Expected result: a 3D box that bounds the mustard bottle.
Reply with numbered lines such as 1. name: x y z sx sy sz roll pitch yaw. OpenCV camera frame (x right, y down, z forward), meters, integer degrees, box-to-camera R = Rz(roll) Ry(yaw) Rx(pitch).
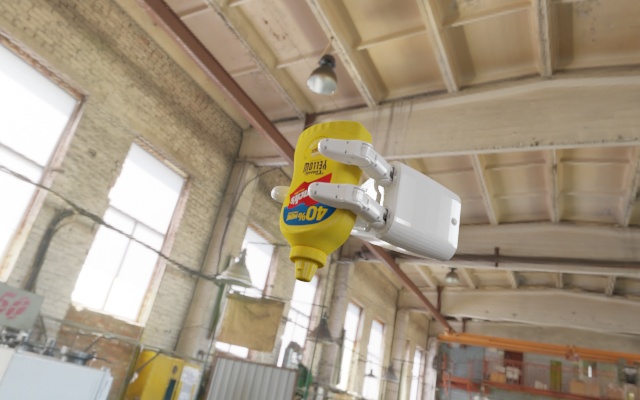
1. mustard bottle: 0.000 0.001 0.559 0.096 0.191 0.058 -5 -28 34
